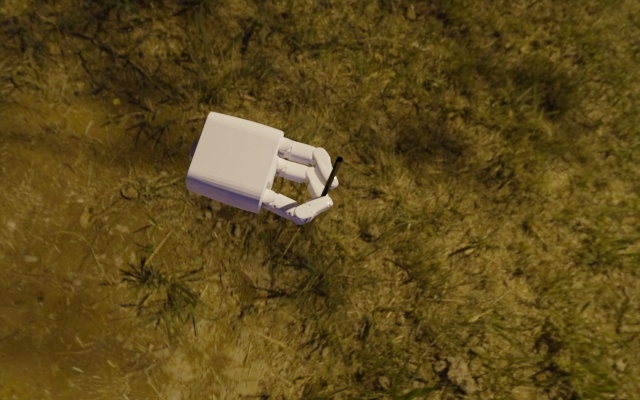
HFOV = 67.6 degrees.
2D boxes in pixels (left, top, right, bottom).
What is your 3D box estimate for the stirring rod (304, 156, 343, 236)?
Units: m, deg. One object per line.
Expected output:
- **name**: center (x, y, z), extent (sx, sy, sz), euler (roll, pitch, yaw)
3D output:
- **stirring rod**: center (0.000, 0.002, 0.687), extent (0.011, 0.011, 0.240), euler (0, -26, -13)
